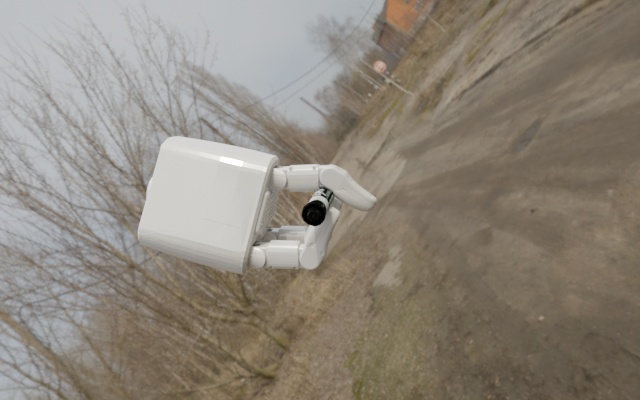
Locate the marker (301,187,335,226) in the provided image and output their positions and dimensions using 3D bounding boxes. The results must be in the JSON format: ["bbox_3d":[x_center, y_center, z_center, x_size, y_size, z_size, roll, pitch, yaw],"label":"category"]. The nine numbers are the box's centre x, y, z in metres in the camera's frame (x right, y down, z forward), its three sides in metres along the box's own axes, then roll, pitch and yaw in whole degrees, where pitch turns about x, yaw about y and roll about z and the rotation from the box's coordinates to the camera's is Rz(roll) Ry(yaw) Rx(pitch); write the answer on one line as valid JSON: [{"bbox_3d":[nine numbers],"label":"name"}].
[{"bbox_3d":[0.000,0.001,0.418,0.020,0.020,0.121,0,10,6],"label":"marker"}]
